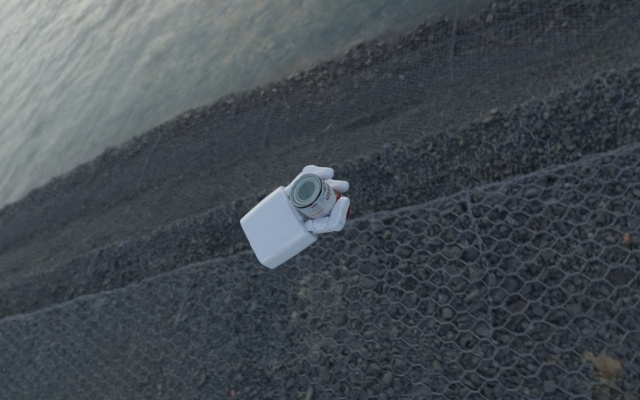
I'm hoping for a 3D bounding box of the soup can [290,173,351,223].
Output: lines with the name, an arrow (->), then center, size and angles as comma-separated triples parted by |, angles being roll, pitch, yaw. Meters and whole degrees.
soup can -> 0.000, 0.002, 0.850 | 0.068, 0.068, 0.102 | 0, -24, 36
